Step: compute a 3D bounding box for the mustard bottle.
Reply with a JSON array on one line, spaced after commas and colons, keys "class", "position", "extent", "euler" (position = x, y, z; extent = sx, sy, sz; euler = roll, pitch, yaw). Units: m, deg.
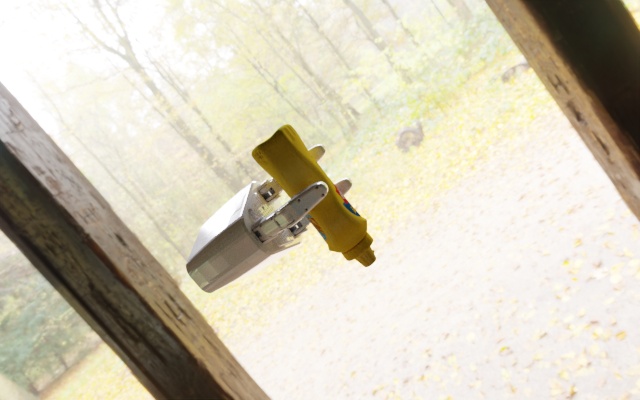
[{"class": "mustard bottle", "position": [0.000, 0.001, 0.559], "extent": [0.058, 0.191, 0.096], "euler": [-39, 7, -2]}]
